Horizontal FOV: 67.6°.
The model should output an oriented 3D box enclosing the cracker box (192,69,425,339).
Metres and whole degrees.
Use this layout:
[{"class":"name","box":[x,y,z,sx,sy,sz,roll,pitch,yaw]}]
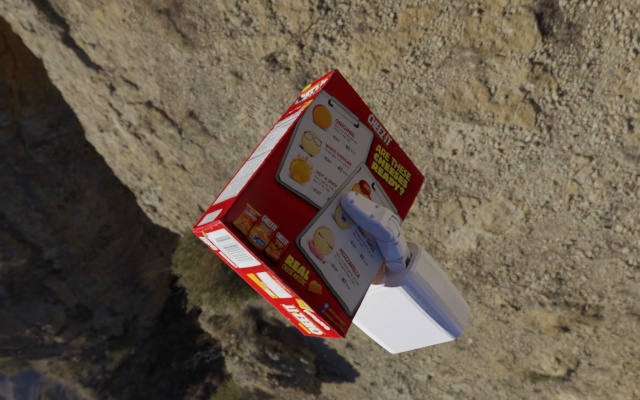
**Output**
[{"class":"cracker box","box":[0.000,0.002,0.481,0.164,0.213,0.072,47,-35,-22]}]
